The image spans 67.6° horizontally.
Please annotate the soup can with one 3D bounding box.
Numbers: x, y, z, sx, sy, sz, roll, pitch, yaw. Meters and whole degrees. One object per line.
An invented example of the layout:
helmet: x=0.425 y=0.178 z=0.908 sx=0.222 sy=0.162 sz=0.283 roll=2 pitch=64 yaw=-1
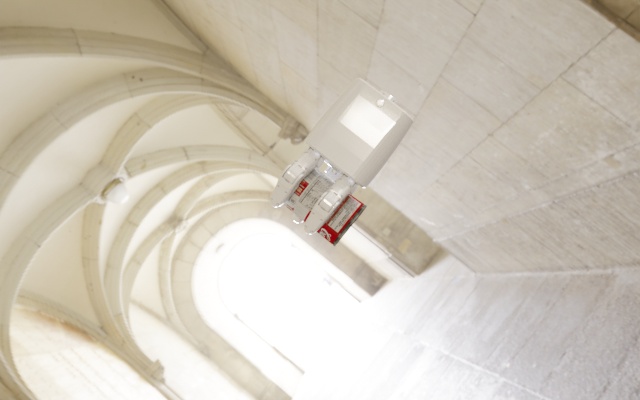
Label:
soup can: x=0.000 y=0.002 z=0.625 sx=0.102 sy=0.068 sz=0.068 roll=39 pitch=4 yaw=6
